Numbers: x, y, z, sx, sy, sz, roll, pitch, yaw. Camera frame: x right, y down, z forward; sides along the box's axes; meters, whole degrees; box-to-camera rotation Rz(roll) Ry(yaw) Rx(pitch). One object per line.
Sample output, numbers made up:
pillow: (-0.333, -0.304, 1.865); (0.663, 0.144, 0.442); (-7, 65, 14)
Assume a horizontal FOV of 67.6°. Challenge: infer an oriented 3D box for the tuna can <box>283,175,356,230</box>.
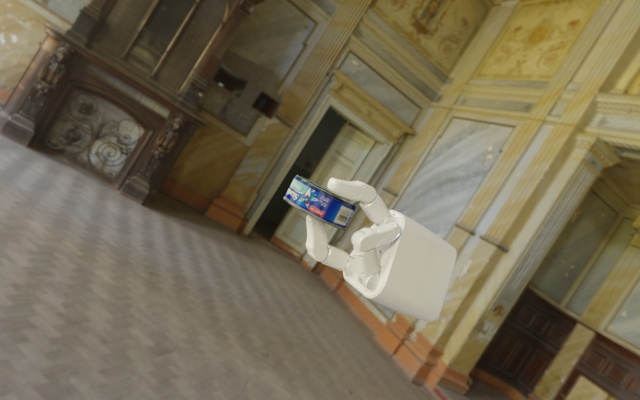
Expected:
tuna can: (0.000, 0.001, 0.586); (0.086, 0.034, 0.086); (27, 4, -2)
